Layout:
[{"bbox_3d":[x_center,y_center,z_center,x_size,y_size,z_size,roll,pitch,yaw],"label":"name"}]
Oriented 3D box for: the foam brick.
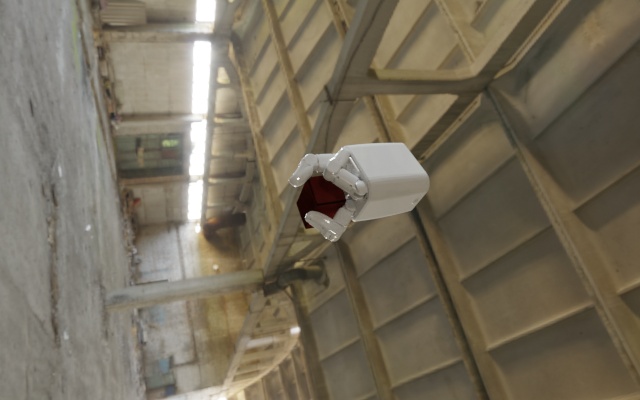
[{"bbox_3d":[0.000,0.003,0.754,0.051,0.053,0.078,-9,-27,-21],"label":"foam brick"}]
